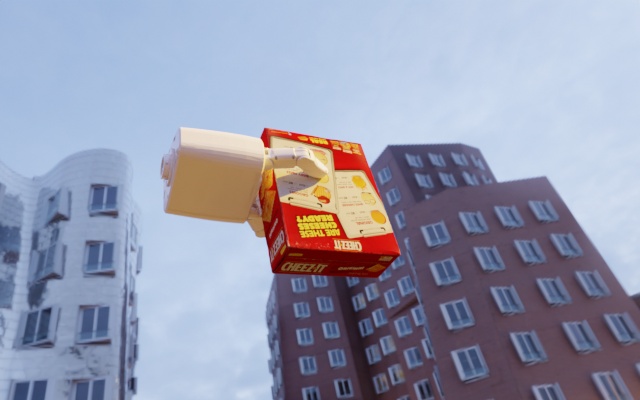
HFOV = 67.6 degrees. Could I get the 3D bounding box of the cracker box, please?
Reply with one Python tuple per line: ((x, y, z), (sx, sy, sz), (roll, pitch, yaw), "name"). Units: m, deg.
((0.000, 0.002, 0.678), (0.164, 0.213, 0.072), (6, -42, -25), "cracker box")
